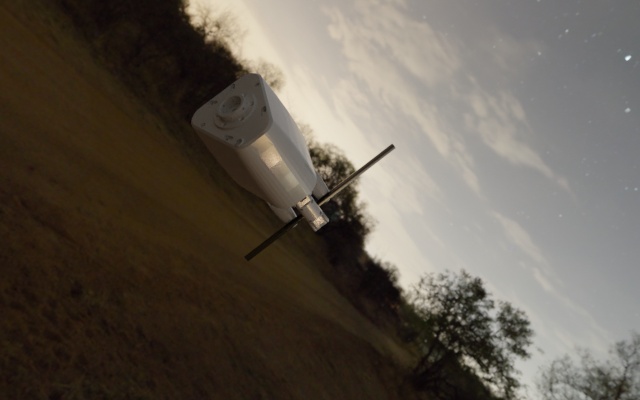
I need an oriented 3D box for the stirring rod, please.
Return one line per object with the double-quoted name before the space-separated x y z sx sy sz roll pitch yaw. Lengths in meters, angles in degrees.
"stirring rod" 0.000 0.002 0.618 0.239 0.011 0.011 -37 2 -2
